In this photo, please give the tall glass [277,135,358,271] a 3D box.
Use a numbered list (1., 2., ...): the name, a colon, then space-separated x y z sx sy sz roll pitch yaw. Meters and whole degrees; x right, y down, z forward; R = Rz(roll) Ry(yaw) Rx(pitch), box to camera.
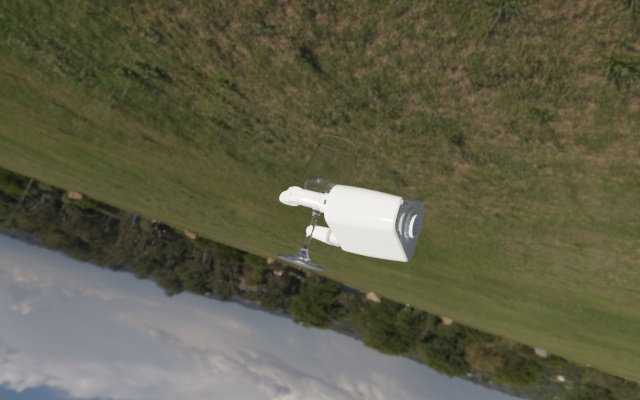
1. tall glass: 0.000 0.003 0.741 0.079 0.201 0.079 17 -13 4
